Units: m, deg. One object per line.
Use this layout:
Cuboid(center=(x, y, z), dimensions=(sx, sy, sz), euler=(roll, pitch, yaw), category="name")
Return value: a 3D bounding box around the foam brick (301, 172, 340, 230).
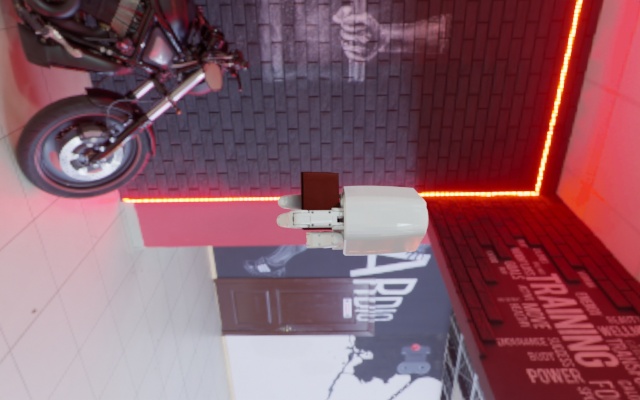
Cuboid(center=(0.000, 0.002, 0.657), dimensions=(0.051, 0.078, 0.053), euler=(-1, -4, 1), category="foam brick")
